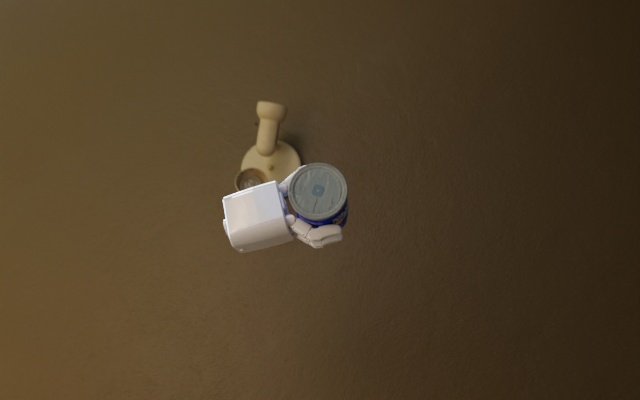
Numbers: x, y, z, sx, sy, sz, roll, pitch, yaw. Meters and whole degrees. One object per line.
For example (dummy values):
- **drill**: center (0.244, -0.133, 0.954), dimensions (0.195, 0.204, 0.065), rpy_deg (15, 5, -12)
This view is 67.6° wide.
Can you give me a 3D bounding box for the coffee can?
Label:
- **coffee can**: center (0.000, 0.003, 0.882), dimensions (0.103, 0.102, 0.140), rpy_deg (0, -17, 4)
